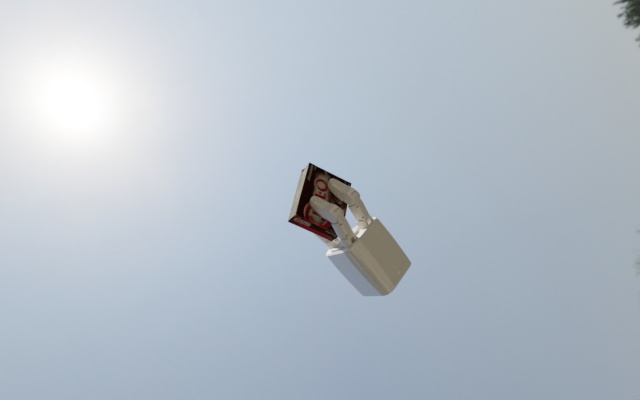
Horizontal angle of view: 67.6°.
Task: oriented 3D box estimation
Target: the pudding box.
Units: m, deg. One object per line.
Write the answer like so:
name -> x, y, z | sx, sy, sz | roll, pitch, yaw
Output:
pudding box -> 0.000, 0.003, 0.830 | 0.090, 0.113, 0.039 | 26, -36, -20
